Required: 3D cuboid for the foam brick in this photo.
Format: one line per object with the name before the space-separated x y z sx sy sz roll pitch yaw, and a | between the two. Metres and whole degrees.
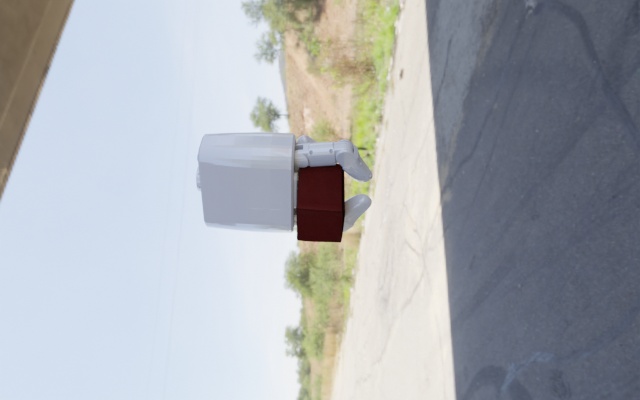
foam brick | 0.000 0.002 0.535 0.051 0.078 0.053 2 -45 -1
